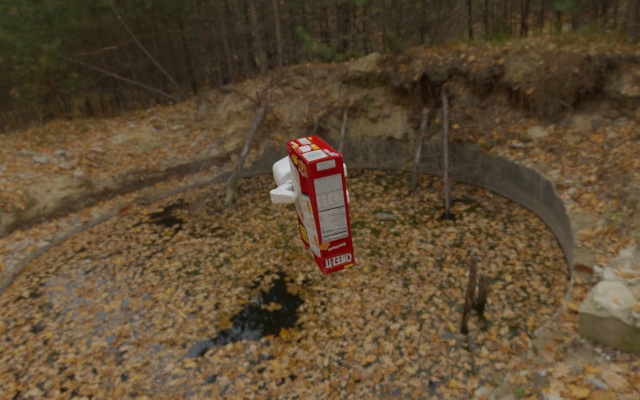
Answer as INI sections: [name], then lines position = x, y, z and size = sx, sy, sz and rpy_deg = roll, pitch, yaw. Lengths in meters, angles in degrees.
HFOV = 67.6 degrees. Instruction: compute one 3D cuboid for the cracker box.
[cracker box]
position = 0.000, 0.003, 0.884
size = 0.072, 0.214, 0.164
rpy_deg = -13, 22, -12
